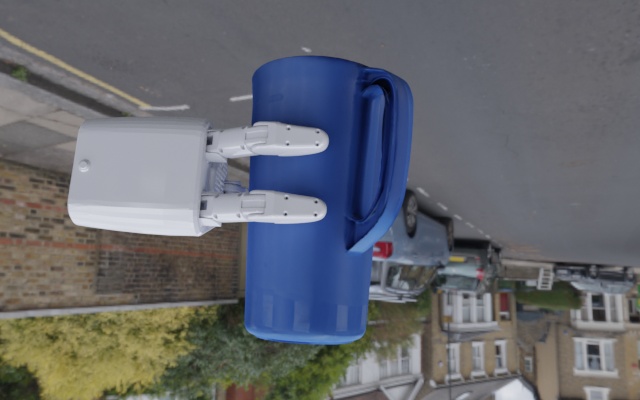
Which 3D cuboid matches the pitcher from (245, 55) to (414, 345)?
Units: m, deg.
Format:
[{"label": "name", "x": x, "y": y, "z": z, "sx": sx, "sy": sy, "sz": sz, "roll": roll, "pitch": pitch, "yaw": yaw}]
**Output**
[{"label": "pitcher", "x": 0.000, "y": 0.001, "z": 0.435, "sx": 0.145, "sy": 0.242, "sz": 0.149, "roll": 3, "pitch": -10, "yaw": 2}]
